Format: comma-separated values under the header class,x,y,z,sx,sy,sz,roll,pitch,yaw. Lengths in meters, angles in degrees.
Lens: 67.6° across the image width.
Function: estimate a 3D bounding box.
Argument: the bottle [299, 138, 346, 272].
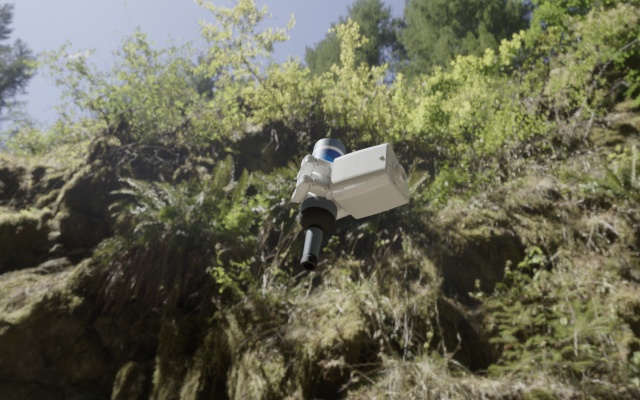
class,x,y,z,sx,sy,sz,roll,pitch,yaw
bottle,0.000,0.003,0.870,0.069,0.295,0.069,5,-44,5
